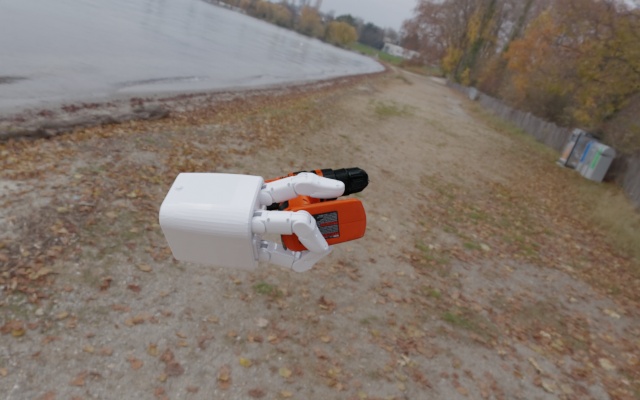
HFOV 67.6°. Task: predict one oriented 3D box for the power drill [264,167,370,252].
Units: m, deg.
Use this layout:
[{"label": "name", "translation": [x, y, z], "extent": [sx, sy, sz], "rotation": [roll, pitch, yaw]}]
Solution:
[{"label": "power drill", "translation": [0.000, 0.002, 0.659], "extent": [0.184, 0.057, 0.187], "rotation": [-12, 18, -10]}]
